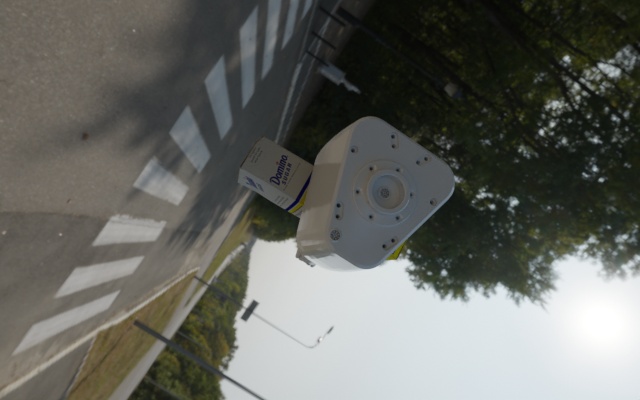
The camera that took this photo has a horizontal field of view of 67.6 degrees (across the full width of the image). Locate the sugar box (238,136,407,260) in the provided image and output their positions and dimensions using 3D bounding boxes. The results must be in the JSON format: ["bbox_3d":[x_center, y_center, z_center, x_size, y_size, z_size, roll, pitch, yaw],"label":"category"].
[{"bbox_3d":[0.000,0.001,0.499,0.176,0.048,0.093,33,-12,-7],"label":"sugar box"}]
